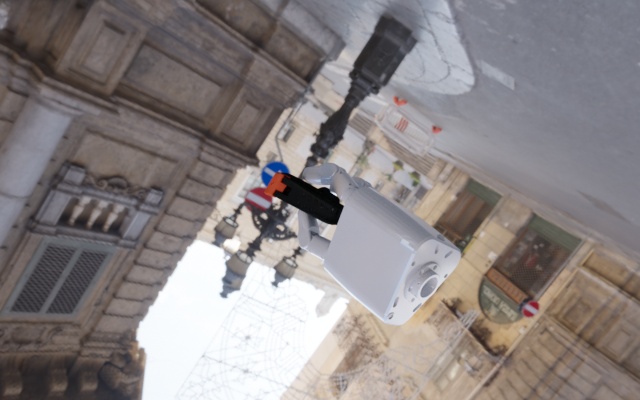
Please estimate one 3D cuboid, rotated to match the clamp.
[{"bbox_3d":[-0.001,0.003,0.609,0.210,0.036,0.164,25,8,-46],"label":"clamp"}]
